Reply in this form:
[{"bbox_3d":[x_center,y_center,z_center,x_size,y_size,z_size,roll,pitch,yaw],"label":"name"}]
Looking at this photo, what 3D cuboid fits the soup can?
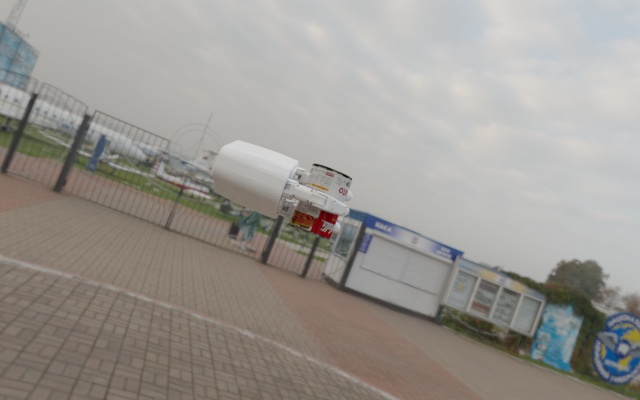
[{"bbox_3d":[0.001,0.002,0.729,0.068,0.102,0.068,21,-3,1],"label":"soup can"}]
